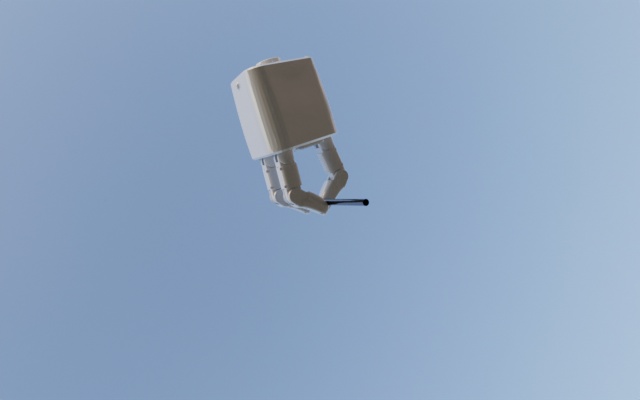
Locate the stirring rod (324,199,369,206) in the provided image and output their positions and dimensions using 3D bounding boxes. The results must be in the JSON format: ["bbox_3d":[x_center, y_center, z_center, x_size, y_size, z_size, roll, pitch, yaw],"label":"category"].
[{"bbox_3d":[0.000,0.002,0.628,0.011,0.011,0.239,0,0,-24],"label":"stirring rod"}]
